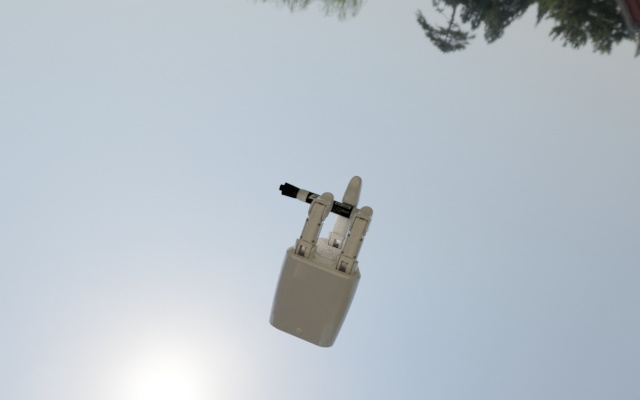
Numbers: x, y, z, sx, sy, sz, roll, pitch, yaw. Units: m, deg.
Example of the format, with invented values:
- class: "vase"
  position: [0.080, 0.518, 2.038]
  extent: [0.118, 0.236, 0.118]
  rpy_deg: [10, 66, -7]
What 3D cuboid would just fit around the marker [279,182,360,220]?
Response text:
- class: "marker"
  position: [0.000, 0.002, 0.644]
  extent: [0.121, 0.020, 0.020]
  rpy_deg: [20, 4, 10]
